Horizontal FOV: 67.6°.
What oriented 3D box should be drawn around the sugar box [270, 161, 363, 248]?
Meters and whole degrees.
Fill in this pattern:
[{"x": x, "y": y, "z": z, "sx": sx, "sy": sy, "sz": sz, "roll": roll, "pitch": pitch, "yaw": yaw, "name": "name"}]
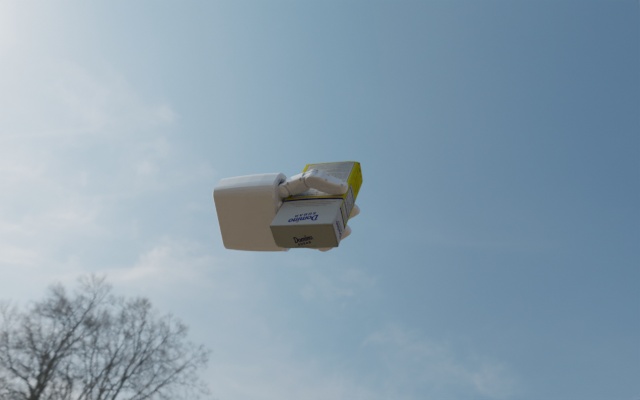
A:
[{"x": 0.000, "y": 0.003, "z": 0.705, "sx": 0.093, "sy": 0.048, "sz": 0.176, "roll": -2, "pitch": 34, "yaw": 20, "name": "sugar box"}]
